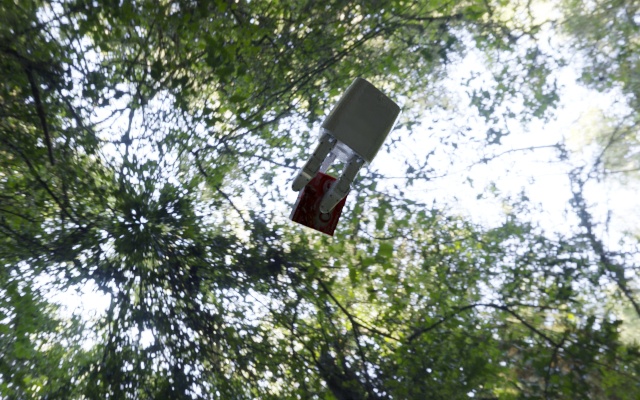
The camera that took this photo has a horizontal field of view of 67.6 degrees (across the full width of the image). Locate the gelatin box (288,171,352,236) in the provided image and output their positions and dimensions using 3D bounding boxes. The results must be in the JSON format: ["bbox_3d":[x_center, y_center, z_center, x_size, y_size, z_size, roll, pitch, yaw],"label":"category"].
[{"bbox_3d":[0.000,0.003,0.755,0.073,0.089,0.030,22,0,-16],"label":"gelatin box"}]
